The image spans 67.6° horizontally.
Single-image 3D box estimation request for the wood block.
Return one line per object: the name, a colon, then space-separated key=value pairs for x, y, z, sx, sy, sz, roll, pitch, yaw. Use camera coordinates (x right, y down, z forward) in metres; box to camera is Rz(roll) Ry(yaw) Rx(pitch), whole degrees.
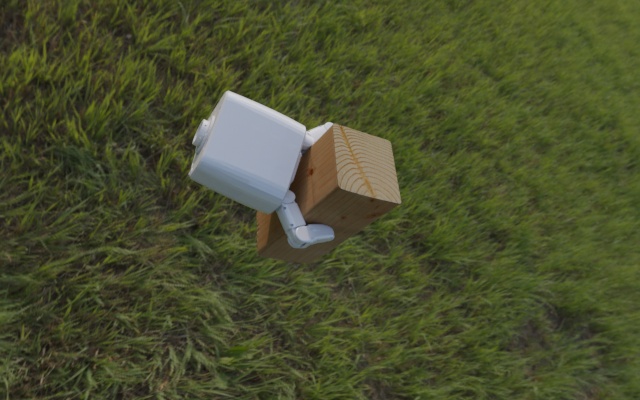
wood block: x=0.000 y=0.002 z=0.626 sx=0.090 sy=0.090 sz=0.206 roll=13 pitch=-32 yaw=-29
